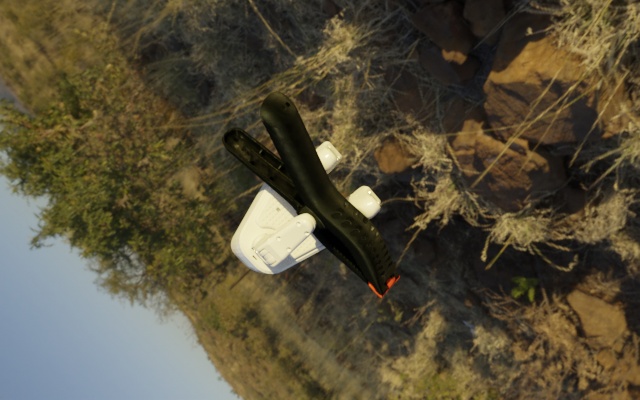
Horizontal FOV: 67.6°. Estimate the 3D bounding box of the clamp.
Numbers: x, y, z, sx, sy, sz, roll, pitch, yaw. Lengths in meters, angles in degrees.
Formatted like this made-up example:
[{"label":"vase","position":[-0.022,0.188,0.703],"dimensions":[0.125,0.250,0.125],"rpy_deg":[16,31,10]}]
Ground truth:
[{"label":"clamp","position":[0.000,0.002,0.408],"dimensions":[0.036,0.210,0.164],"rpy_deg":[-44,7,-16]}]
